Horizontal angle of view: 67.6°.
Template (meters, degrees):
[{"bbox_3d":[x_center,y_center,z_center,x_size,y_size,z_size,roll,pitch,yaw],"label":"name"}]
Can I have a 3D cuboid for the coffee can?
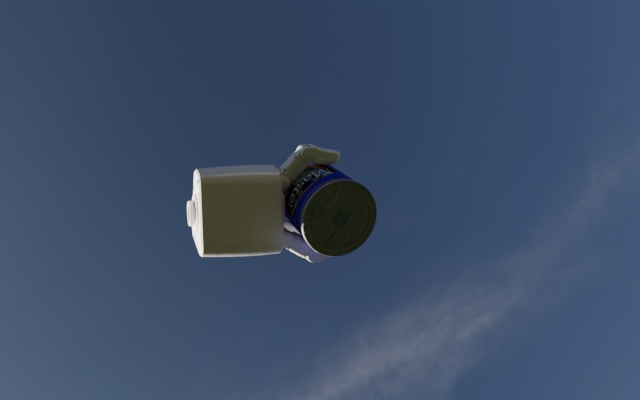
[{"bbox_3d":[0.000,0.002,0.660,0.103,0.103,0.140,0,18,-23],"label":"coffee can"}]
